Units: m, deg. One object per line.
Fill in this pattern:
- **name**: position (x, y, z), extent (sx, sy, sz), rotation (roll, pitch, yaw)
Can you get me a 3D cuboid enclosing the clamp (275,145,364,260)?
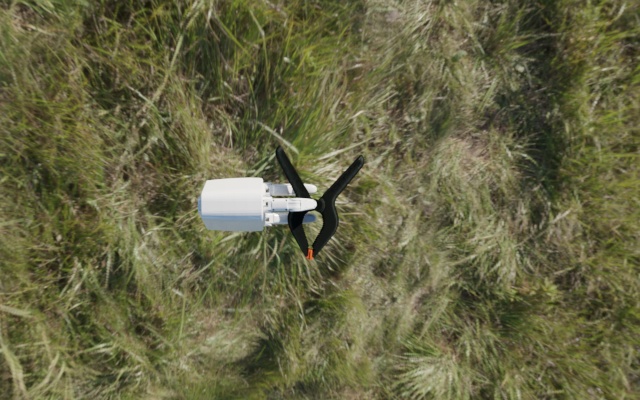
- **clamp**: position (0.000, 0.003, 0.881), extent (0.164, 0.210, 0.036), rotation (-1, 1, -4)
